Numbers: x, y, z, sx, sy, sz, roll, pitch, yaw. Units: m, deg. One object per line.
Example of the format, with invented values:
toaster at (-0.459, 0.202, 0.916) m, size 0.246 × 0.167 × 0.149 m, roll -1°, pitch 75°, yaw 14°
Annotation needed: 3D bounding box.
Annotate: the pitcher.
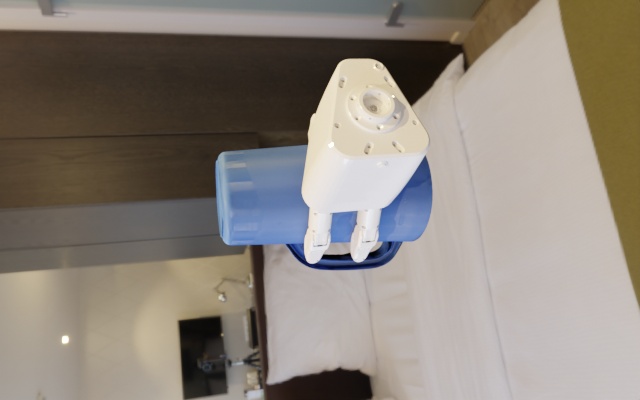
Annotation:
pitcher at (0.000, 0.002, 0.580) m, size 0.243 × 0.149 × 0.145 m, roll -3°, pitch -22°, yaw -15°
